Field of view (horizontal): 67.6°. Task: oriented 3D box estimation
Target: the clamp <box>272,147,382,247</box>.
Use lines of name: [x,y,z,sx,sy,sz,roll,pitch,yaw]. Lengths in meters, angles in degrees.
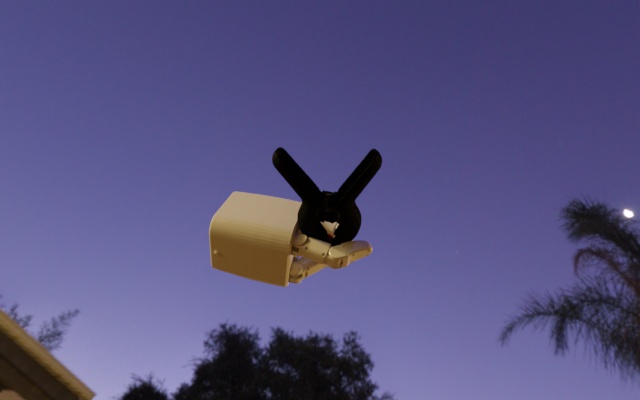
clamp: [0.000,0.002,0.572,0.120,0.172,0.039,12,41,4]
